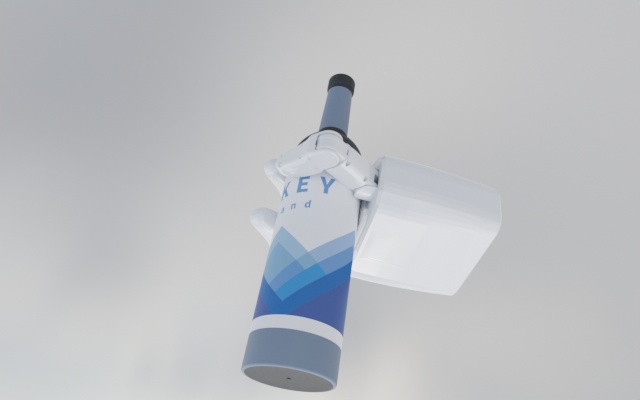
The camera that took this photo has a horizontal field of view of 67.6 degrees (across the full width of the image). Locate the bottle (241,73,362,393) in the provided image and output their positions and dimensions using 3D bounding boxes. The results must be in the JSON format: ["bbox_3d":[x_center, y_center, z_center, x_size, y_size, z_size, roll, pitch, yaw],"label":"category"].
[{"bbox_3d":[0.000,0.002,0.406,0.069,0.295,0.069,7,-34,5],"label":"bottle"}]
